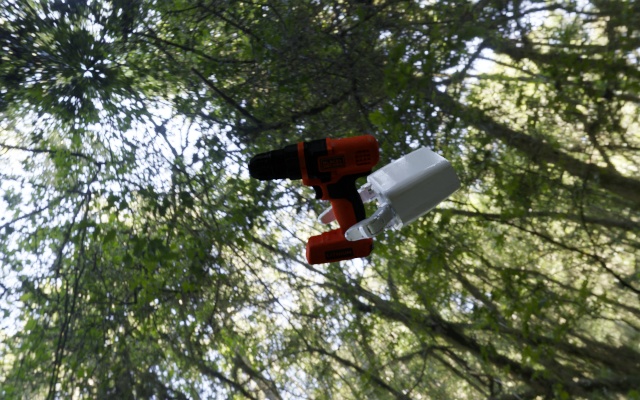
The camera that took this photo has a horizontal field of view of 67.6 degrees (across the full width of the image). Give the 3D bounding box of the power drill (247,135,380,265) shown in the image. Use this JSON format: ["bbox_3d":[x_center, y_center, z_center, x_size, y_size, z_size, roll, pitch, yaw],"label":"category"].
[{"bbox_3d":[0.000,0.003,0.695,0.184,0.188,0.057,-8,29,4],"label":"power drill"}]
